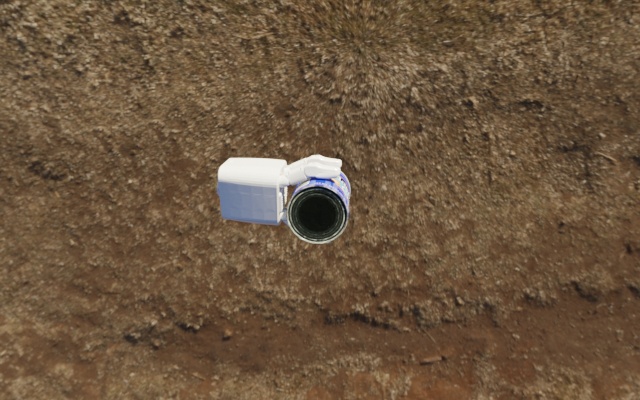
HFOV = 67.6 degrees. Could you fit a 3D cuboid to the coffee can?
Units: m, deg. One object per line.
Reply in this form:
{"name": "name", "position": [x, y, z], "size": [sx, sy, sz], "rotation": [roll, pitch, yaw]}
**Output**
{"name": "coffee can", "position": [0.000, 0.003, 0.844], "size": [0.103, 0.103, 0.140], "rotation": [0, 18, 5]}
